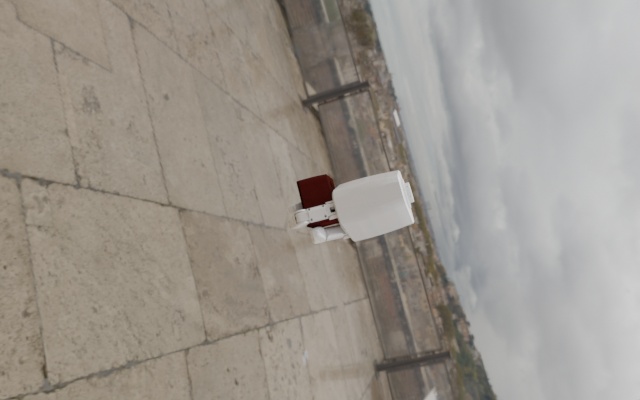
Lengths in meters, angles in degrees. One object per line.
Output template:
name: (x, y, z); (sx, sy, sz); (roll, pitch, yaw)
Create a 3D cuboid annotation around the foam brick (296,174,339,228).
foam brick: (0.000, 0.002, 0.778); (0.051, 0.078, 0.053); (-16, -11, 13)
